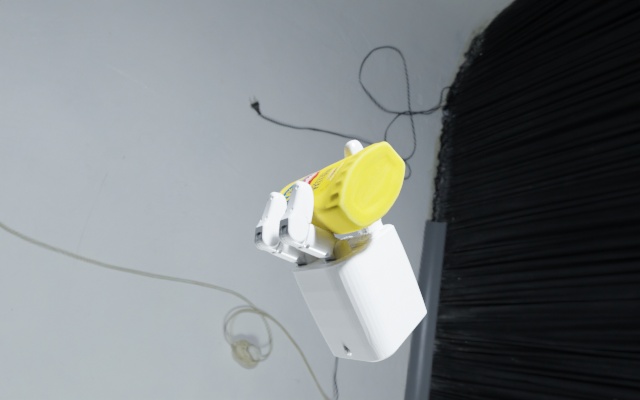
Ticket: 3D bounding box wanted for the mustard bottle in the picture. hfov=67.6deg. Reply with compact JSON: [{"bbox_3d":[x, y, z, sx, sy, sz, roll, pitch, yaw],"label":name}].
[{"bbox_3d":[0.000,0.001,0.514,0.058,0.096,0.191,45,-31,-16],"label":"mustard bottle"}]
